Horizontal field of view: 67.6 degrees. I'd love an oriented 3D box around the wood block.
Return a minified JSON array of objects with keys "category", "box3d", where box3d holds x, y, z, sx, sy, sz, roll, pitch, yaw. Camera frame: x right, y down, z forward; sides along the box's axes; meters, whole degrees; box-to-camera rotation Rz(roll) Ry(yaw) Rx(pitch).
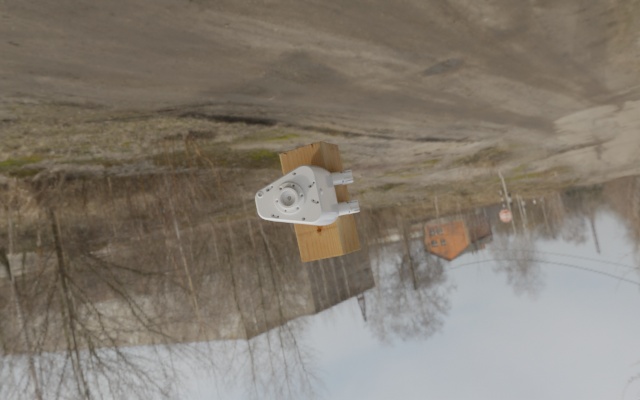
[{"category":"wood block","box3d":[0.000,0.003,0.900,0.091,0.206,0.090,-13,-4,24]}]
